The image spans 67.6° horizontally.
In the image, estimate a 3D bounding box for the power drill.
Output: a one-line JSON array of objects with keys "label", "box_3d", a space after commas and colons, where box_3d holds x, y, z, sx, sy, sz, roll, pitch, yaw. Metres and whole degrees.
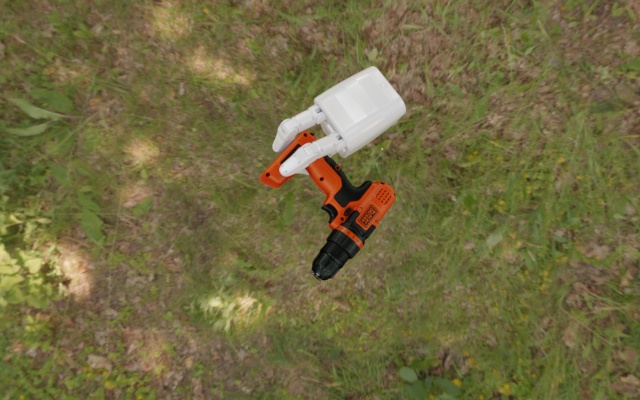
[{"label": "power drill", "box_3d": [0.000, 0.002, 0.728, 0.187, 0.184, 0.057, 42, -18, -7]}]
